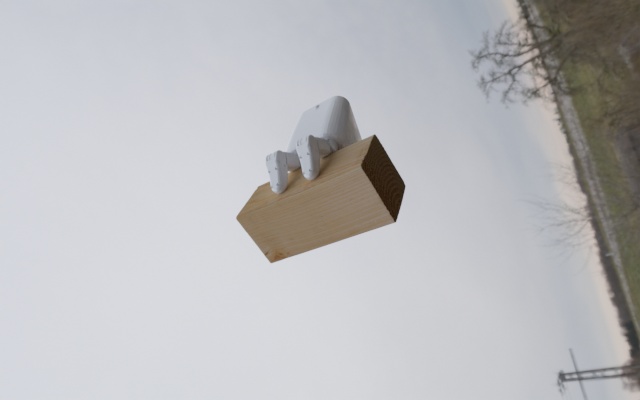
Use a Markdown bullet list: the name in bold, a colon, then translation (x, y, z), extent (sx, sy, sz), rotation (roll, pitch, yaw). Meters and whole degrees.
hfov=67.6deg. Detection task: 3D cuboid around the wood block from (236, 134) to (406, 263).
- **wood block**: translation (0.000, 0.002, 0.657), extent (0.206, 0.091, 0.090), rotation (-22, 25, 31)
